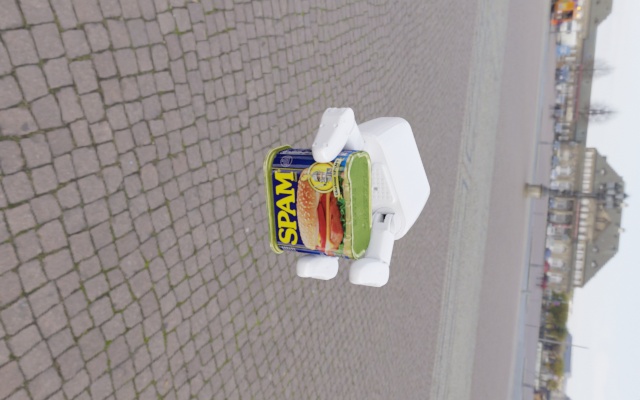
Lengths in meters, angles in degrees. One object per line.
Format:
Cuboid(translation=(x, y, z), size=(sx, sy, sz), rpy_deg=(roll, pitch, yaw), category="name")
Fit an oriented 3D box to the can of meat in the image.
Cuboid(translation=(0.000, 0.001, 0.440), size=(0.084, 0.102, 0.057), rpy_deg=(5, 17, 26), category="can of meat")
